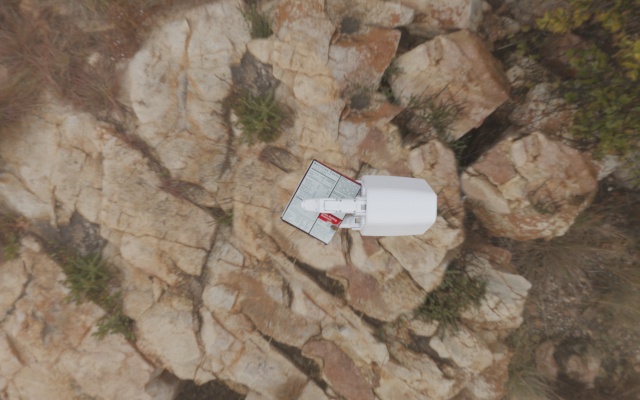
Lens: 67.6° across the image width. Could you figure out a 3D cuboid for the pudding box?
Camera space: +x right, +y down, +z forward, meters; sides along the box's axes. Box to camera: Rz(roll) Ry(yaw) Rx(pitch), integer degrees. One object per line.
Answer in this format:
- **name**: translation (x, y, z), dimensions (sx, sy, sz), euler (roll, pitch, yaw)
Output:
- **pudding box**: translation (0.000, 0.003, 0.761), dimensions (0.090, 0.113, 0.039), euler (29, 0, -3)
